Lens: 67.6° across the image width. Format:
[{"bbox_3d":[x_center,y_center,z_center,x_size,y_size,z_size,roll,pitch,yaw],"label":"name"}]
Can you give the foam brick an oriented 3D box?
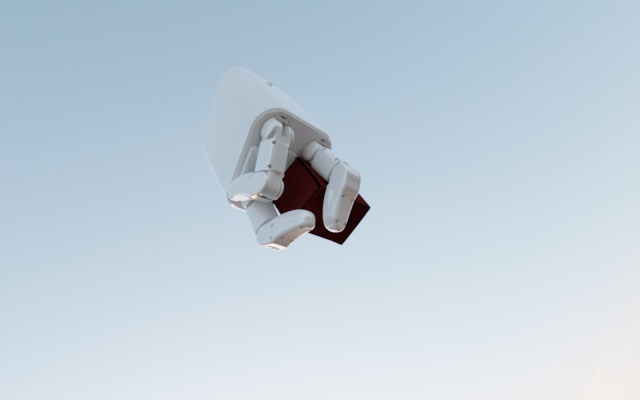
[{"bbox_3d":[0.000,0.002,0.473,0.078,0.053,0.051,24,20,-44],"label":"foam brick"}]
